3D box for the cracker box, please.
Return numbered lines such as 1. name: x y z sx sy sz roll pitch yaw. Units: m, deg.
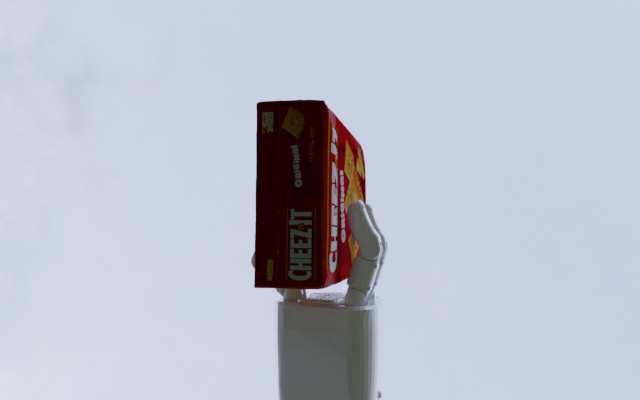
1. cracker box: 0.000 0.002 0.506 0.072 0.164 0.214 -1 -4 13
